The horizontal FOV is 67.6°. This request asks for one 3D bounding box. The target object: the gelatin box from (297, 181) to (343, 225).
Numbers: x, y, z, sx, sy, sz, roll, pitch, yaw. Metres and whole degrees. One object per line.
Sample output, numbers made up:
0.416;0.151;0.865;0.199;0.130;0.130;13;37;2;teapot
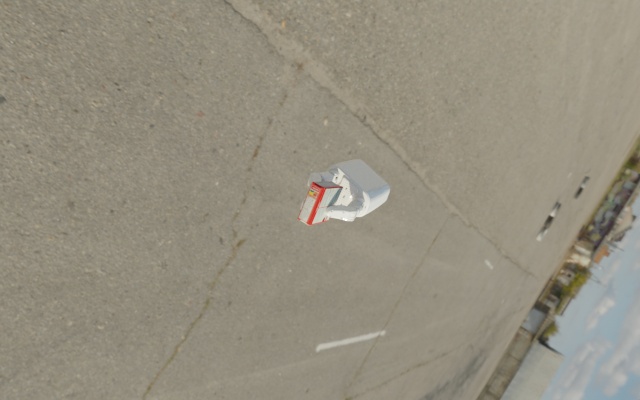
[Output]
0.000;0.003;0.867;0.030;0.073;0.089;28;14;20;gelatin box
